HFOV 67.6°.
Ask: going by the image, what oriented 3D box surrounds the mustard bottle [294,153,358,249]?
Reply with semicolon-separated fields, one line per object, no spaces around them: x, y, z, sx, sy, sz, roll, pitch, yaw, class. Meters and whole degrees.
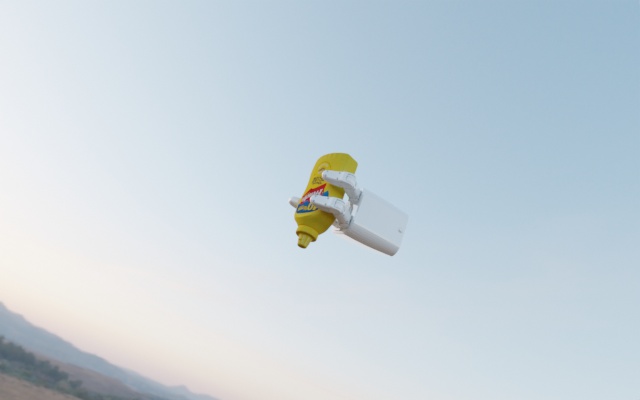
0.000;0.003;0.887;0.096;0.191;0.058;-7;-38;45;mustard bottle
